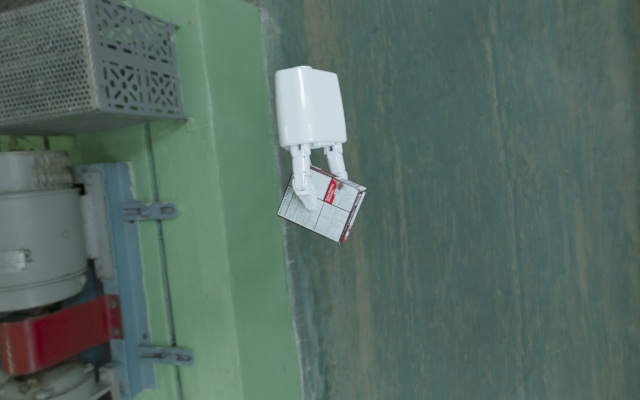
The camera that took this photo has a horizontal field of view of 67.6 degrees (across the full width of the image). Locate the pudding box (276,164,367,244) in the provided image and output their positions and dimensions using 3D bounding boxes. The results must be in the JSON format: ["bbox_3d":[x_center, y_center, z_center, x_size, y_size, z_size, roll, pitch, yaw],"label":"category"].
[{"bbox_3d":[0.000,0.002,0.720,0.113,0.090,0.039,24,11,17],"label":"pudding box"}]
